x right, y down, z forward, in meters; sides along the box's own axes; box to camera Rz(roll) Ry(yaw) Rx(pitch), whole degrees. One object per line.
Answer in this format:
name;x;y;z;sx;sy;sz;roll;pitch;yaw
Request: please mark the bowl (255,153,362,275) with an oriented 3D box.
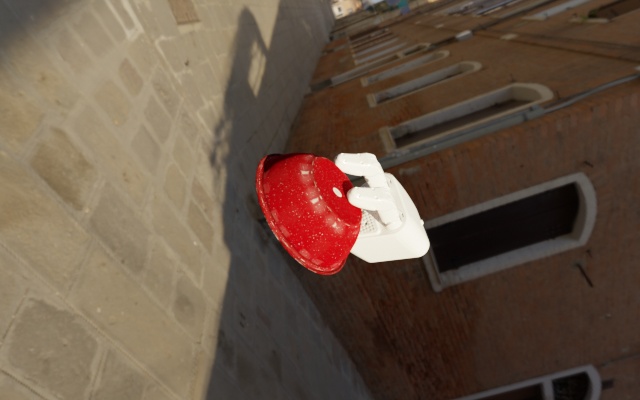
bowl;0.000;0.001;0.557;0.055;0.162;0.162;-32;-16;27
